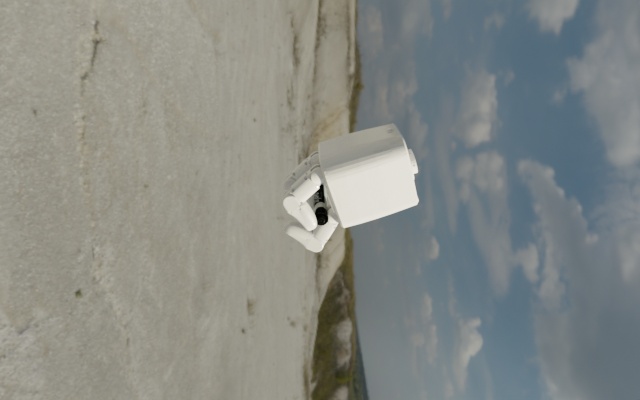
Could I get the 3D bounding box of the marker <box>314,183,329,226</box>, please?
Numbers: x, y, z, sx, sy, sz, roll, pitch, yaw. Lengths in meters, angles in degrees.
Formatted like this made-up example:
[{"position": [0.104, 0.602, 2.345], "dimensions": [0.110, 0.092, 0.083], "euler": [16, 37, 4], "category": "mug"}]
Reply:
[{"position": [0.000, 0.002, 0.667], "dimensions": [0.020, 0.020, 0.121], "euler": [0, 24, -1], "category": "marker"}]
